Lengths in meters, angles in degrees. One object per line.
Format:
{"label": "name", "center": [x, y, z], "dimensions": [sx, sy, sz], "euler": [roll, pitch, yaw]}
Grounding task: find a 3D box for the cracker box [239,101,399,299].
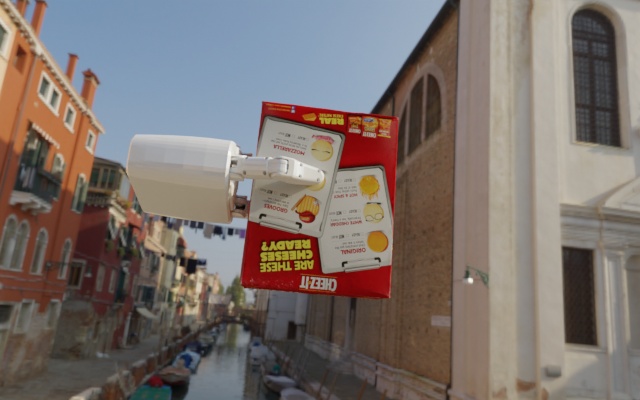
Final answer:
{"label": "cracker box", "center": [0.000, 0.002, 0.560], "dimensions": [0.164, 0.213, 0.072], "euler": [6, -14, -4]}
